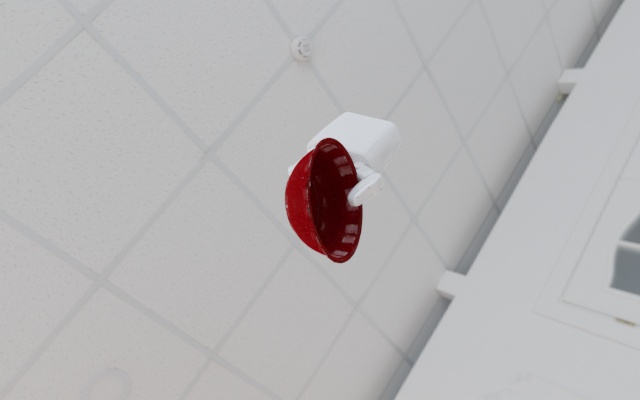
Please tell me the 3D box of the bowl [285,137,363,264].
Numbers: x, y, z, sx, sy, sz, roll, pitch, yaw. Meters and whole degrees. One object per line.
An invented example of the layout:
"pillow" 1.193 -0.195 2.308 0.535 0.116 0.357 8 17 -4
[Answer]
"bowl" -0.001 0.003 0.621 0.055 0.162 0.162 -6 -3 26
